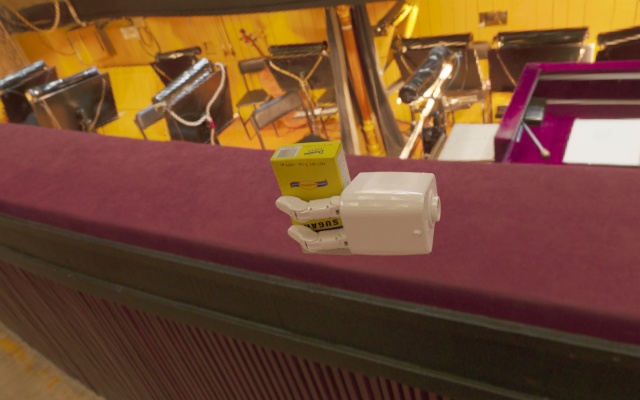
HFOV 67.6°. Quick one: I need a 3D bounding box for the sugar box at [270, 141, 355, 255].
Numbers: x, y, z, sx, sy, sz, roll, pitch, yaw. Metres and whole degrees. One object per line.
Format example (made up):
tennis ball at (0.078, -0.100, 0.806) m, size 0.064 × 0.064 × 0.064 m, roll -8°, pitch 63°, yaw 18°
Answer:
sugar box at (0.000, 0.002, 0.674) m, size 0.093 × 0.176 × 0.048 m, roll -1°, pitch 37°, yaw 22°
